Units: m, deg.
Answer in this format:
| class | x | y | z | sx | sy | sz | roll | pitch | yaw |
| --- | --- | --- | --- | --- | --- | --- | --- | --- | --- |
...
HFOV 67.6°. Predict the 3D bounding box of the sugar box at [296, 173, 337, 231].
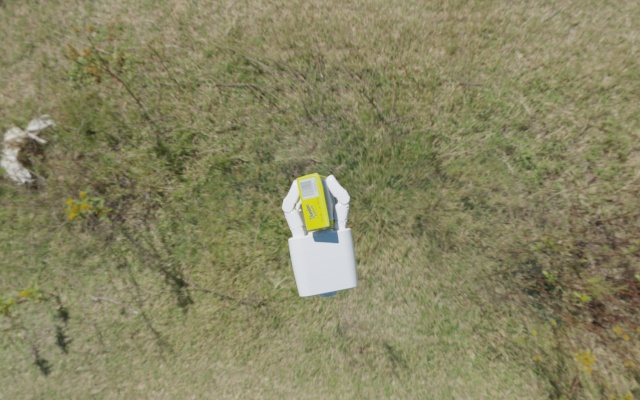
| class | x | y | z | sx | sy | sz | roll | pitch | yaw |
| --- | --- | --- | --- | --- | --- | --- | --- | --- | --- |
| sugar box | 0.000 | 0.003 | 0.883 | 0.048 | 0.093 | 0.176 | -12 | -3 | 6 |
